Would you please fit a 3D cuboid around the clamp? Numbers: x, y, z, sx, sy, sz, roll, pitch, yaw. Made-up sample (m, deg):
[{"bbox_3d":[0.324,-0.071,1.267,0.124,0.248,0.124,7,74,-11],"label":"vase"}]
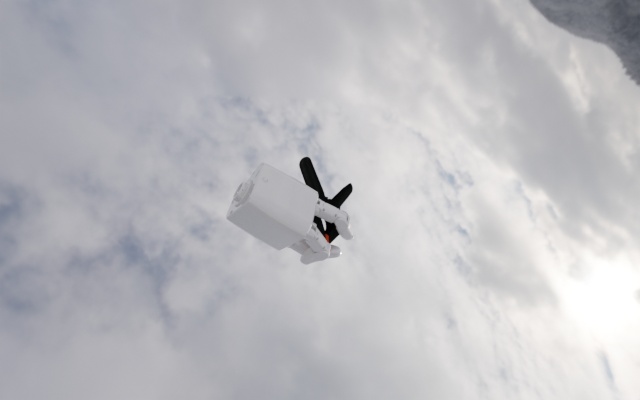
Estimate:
[{"bbox_3d":[0.000,0.003,0.832,0.120,0.171,0.039,32,-48,-19],"label":"clamp"}]
